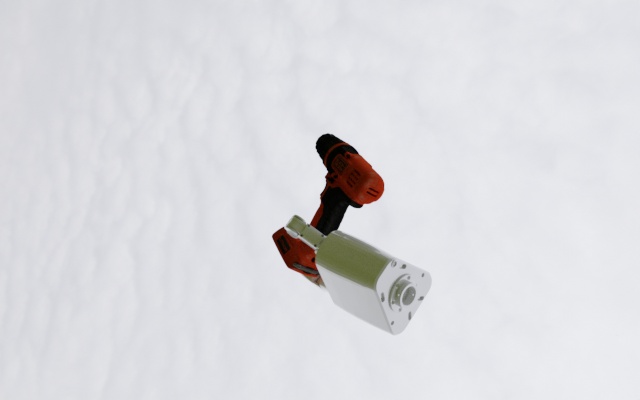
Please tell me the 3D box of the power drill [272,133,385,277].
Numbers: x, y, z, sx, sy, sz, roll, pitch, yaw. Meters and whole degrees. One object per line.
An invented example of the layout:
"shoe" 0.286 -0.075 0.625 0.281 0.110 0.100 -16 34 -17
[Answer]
"power drill" 0.000 0.003 0.703 0.057 0.188 0.184 23 17 -29
